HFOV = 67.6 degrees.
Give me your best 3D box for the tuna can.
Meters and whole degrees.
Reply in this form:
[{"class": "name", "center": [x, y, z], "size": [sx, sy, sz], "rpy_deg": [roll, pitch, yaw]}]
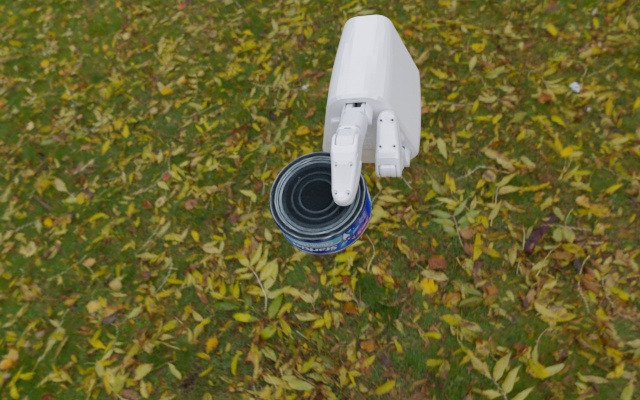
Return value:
[{"class": "tuna can", "center": [0.000, 0.001, 0.413], "size": [0.086, 0.086, 0.034], "rpy_deg": [0, -25, 13]}]
